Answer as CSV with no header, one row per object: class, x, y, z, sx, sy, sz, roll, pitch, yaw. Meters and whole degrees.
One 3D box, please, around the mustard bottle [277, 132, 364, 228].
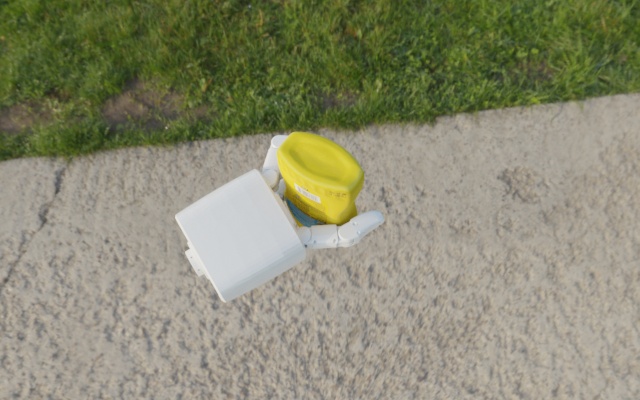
mustard bottle,0.000,0.002,0.576,0.096,0.058,0.192,29,-24,15
